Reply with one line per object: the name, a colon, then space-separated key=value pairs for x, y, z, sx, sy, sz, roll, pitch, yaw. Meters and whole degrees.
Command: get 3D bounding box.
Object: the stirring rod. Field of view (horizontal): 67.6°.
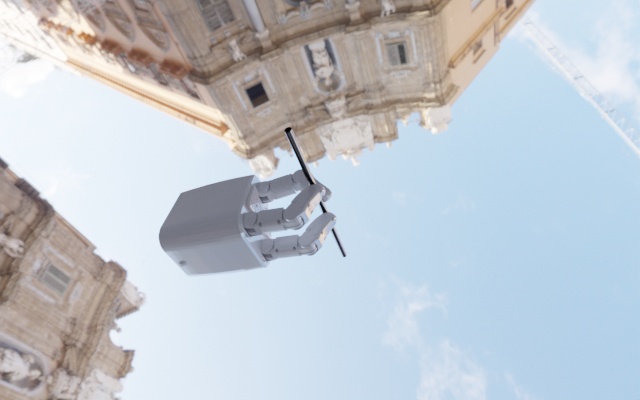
stirring rod: x=0.000 y=0.002 z=0.574 sx=0.011 sy=0.011 sz=0.240 roll=0 pitch=-38 yaw=20
